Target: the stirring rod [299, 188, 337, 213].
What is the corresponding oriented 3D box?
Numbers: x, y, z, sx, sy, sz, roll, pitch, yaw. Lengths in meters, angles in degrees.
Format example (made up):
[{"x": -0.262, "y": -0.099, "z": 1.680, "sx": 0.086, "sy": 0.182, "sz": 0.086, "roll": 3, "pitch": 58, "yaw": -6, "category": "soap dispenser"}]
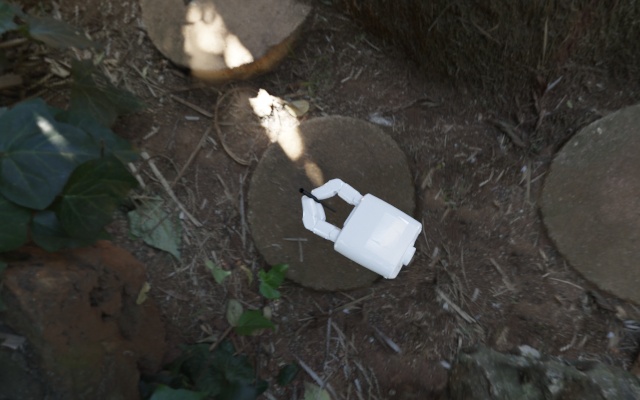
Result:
[{"x": 0.000, "y": 0.003, "z": 0.871, "sx": 0.011, "sy": 0.011, "sz": 0.239, "roll": 0, "pitch": -9, "yaw": 15, "category": "stirring rod"}]
